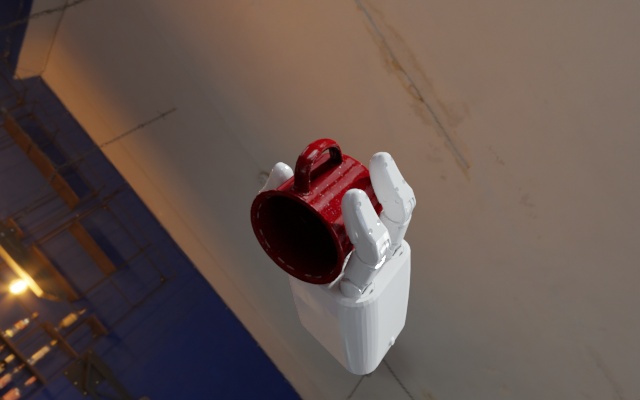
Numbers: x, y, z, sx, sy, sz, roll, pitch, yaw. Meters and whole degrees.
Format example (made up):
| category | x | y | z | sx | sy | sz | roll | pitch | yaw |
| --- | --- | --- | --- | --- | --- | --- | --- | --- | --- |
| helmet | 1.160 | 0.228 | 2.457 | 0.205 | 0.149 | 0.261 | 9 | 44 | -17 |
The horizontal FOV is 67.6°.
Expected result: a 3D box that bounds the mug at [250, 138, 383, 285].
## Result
| category | x | y | z | sx | sy | sz | roll | pitch | yaw |
| --- | --- | --- | --- | --- | --- | --- | --- | --- | --- |
| mug | 0.000 | 0.000 | 0.404 | 0.093 | 0.117 | 0.081 | 19 | 42 | 29 |
